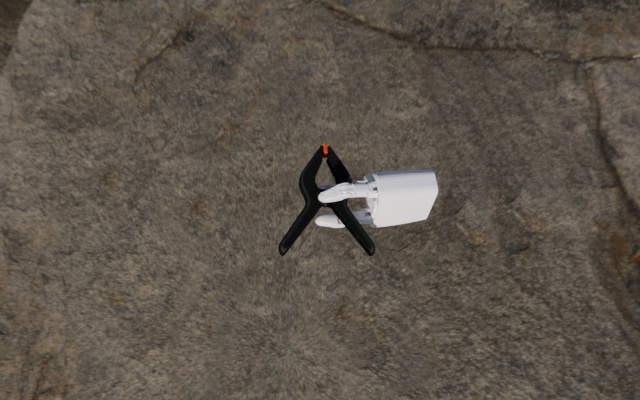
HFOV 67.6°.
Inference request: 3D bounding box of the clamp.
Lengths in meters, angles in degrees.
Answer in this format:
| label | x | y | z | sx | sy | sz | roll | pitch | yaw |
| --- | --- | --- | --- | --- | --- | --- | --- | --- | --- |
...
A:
| label | x | y | z | sx | sy | sz | roll | pitch | yaw |
| --- | --- | --- | --- | --- | --- | --- | --- | --- | --- |
| clamp | 0.000 | 0.002 | 0.832 | 0.164 | 0.210 | 0.036 | -5 | -17 | -10 |
